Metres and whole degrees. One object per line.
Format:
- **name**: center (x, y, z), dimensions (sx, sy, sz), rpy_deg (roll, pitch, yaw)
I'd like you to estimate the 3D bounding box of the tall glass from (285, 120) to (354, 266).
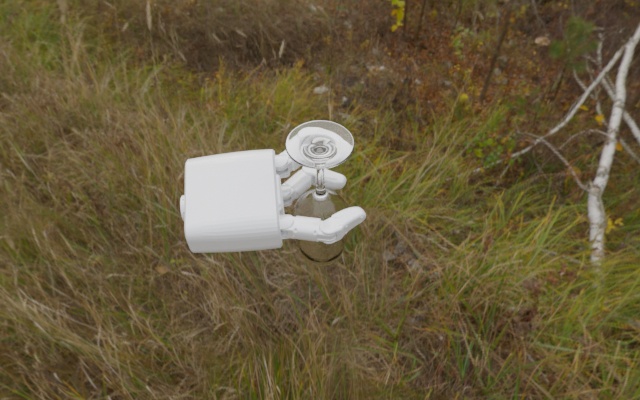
- **tall glass**: center (0.000, 0.002, 0.588), dimensions (0.079, 0.079, 0.201), rpy_deg (0, -40, 1)
